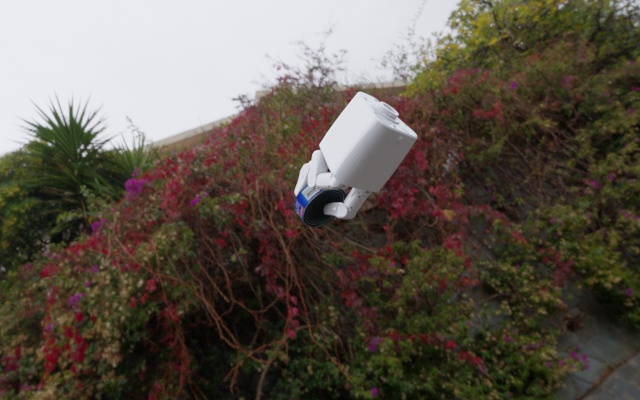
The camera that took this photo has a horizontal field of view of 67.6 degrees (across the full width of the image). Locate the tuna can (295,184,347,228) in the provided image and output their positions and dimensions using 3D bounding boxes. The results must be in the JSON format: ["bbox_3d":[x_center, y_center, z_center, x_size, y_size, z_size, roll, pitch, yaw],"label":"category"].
[{"bbox_3d":[0.000,0.002,0.799,0.086,0.086,0.033,0,39,-42],"label":"tuna can"}]
